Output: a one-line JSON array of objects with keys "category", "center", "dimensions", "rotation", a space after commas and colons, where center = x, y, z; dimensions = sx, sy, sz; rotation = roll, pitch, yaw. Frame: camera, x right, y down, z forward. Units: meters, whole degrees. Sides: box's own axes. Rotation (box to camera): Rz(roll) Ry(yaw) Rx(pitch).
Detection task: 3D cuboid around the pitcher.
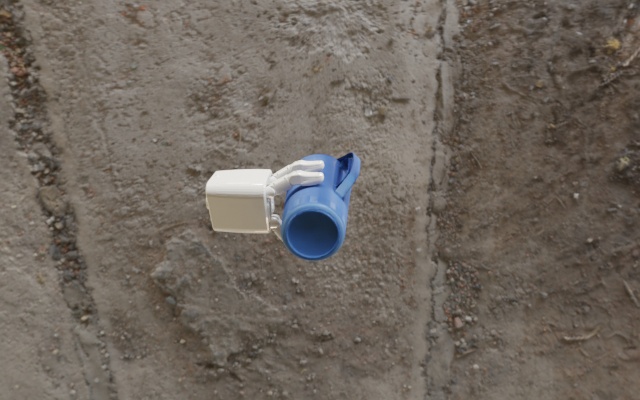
[{"category": "pitcher", "center": [0.000, 0.003, 0.888], "dimensions": [0.145, 0.149, 0.242], "rotation": [2, 23, 2]}]
